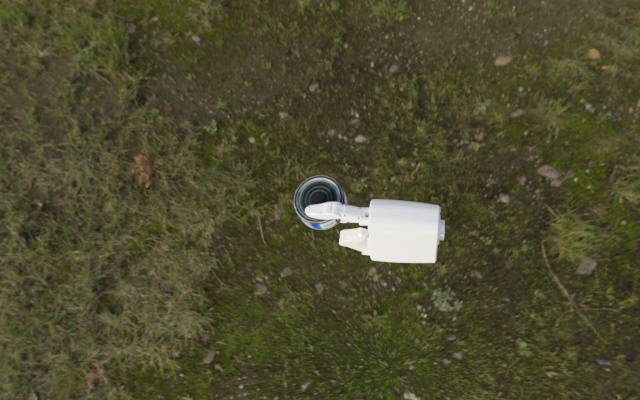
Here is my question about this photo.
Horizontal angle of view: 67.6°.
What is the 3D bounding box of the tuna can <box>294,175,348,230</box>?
[{"bbox_3d":[0.000,0.002,0.783,0.086,0.086,0.034,0,-20,14],"label":"tuna can"}]
